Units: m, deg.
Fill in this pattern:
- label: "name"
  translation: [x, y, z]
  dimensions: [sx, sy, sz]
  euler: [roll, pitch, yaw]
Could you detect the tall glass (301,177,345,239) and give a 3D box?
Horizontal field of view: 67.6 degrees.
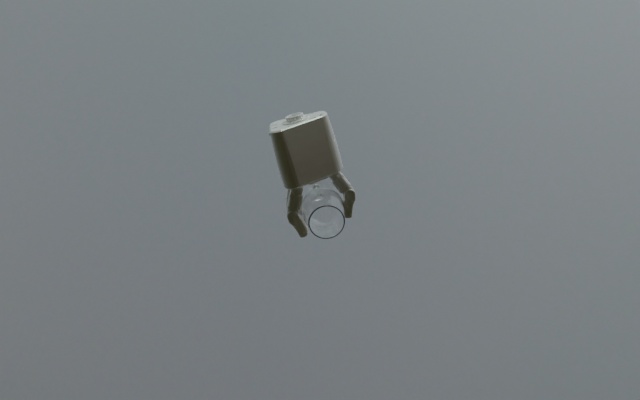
- label: "tall glass"
  translation: [0.000, 0.003, 0.892]
  dimensions: [0.079, 0.079, 0.201]
  euler: [0, 20, -7]
